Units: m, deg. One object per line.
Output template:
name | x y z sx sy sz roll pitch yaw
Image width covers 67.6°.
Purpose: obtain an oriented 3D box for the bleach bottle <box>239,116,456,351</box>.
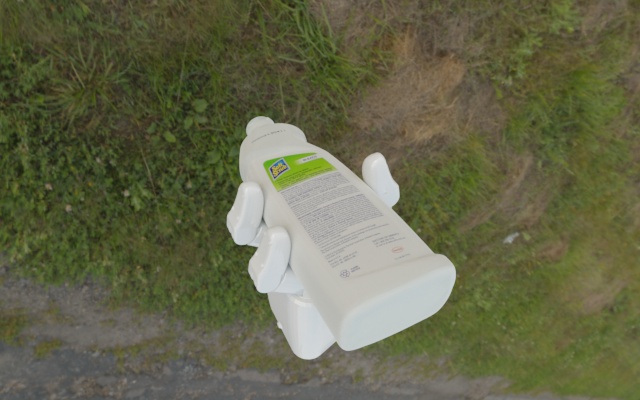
bleach bottle | 0.000 0.001 0.420 0.102 0.068 0.250 -18 48 -20
